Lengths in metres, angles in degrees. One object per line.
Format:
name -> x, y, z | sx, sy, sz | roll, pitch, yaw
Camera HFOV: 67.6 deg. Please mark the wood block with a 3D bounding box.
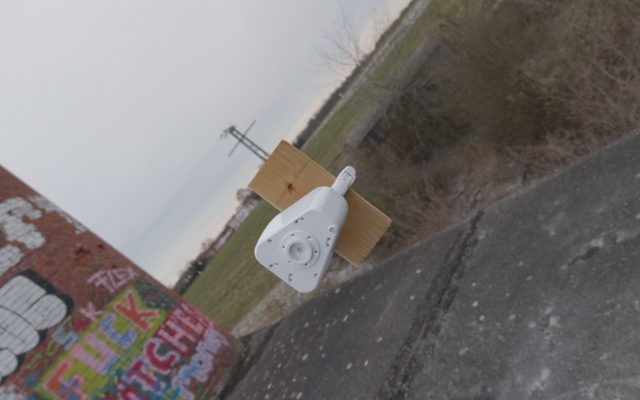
wood block -> 0.000, 0.002, 0.752 | 0.206, 0.091, 0.090 | 37, 4, -2
